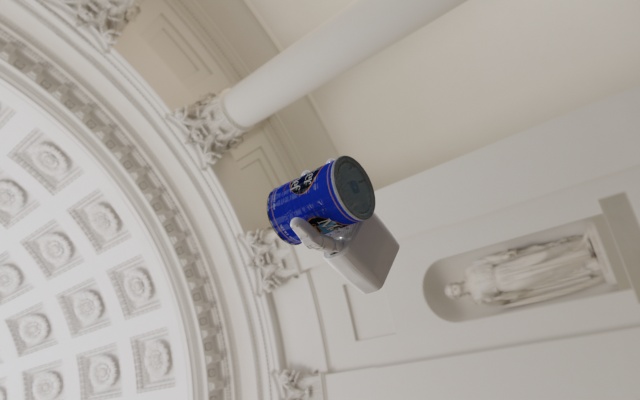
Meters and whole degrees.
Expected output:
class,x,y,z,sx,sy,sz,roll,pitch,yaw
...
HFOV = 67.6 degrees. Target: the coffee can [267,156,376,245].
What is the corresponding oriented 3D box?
class,x,y,z,sx,sy,sz,roll,pitch,yaw
coffee can,0.000,0.002,0.752,0.140,0.102,0.103,-23,-14,34
